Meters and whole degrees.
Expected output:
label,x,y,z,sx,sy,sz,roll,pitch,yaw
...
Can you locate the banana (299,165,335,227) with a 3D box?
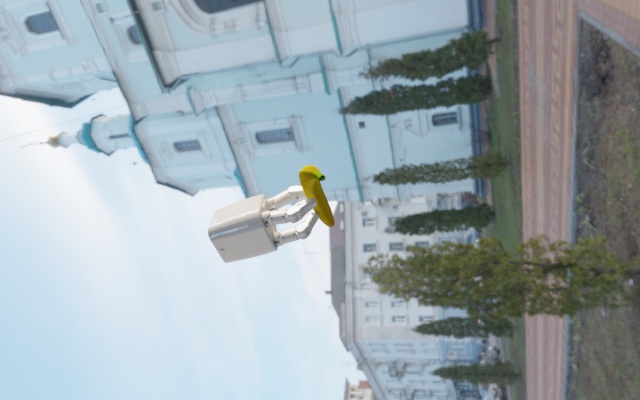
label,x,y,z,sx,sy,sz,roll,pitch,yaw
banana,-0.009,-0.013,0.884,0.037,0.069,0.198,-27,-27,-5
